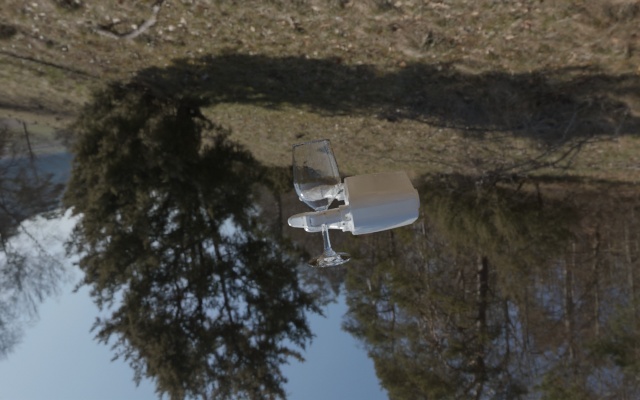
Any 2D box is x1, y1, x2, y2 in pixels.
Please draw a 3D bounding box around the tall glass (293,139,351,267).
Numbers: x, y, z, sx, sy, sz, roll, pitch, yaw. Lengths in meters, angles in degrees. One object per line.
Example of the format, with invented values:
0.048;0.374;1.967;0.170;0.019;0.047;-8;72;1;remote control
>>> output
0.000;0.003;0.787;0.079;0.201;0.079;-9;8;1;tall glass
